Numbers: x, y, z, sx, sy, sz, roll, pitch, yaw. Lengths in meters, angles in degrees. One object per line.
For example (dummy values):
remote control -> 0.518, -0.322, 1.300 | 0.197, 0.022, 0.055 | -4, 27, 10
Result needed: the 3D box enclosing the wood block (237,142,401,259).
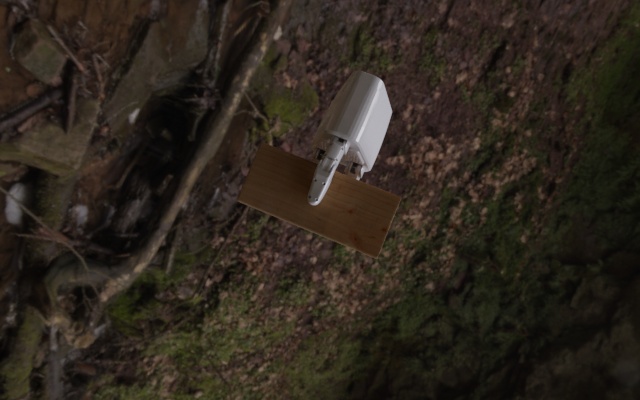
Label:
wood block -> 0.000, 0.002, 0.682 | 0.206, 0.090, 0.091 | 22, -3, 7
